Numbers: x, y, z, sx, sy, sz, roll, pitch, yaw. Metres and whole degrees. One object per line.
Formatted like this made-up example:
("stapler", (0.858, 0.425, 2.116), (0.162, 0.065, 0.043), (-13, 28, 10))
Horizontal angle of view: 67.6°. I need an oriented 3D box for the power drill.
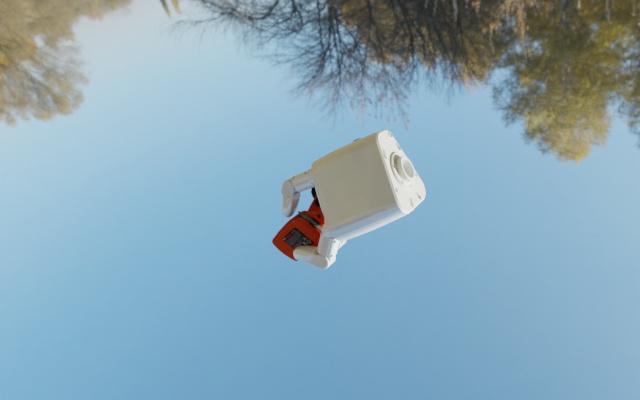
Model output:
("power drill", (0.000, 0.003, 0.744), (0.057, 0.187, 0.184), (36, -34, -5))
